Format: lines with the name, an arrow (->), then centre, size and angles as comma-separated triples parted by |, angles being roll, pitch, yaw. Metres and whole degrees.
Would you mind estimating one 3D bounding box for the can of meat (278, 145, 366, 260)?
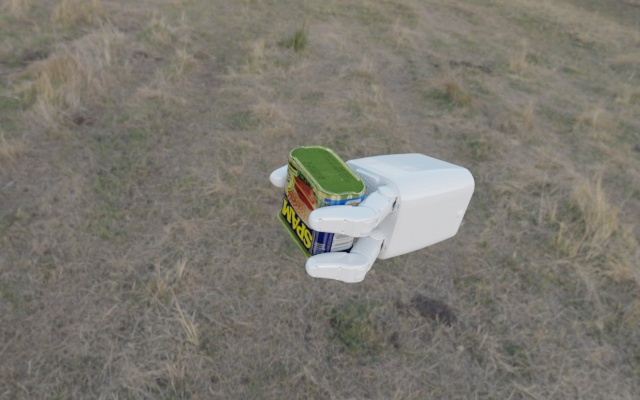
can of meat -> 0.000, 0.001, 0.497 | 0.057, 0.084, 0.102 | -9, 38, -27
